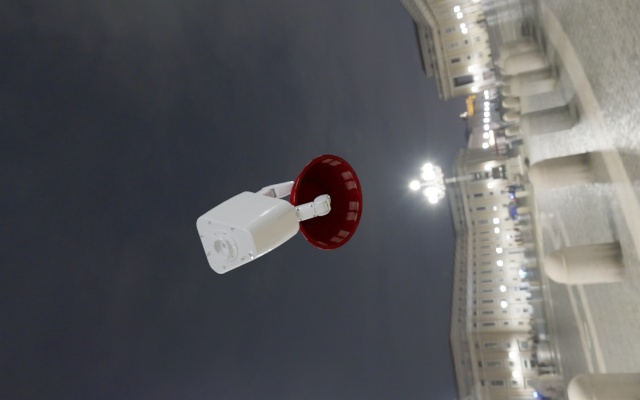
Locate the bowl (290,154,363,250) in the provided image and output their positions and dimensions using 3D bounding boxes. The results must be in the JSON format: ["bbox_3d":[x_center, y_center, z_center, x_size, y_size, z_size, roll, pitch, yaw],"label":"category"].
[{"bbox_3d":[0.001,0.003,0.827,0.162,0.162,0.055,0,0,-43],"label":"bowl"}]
